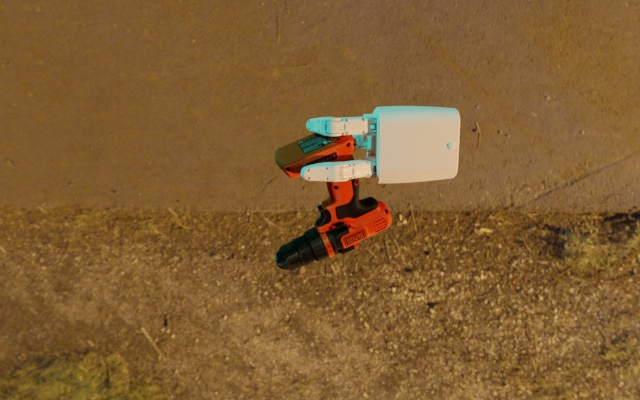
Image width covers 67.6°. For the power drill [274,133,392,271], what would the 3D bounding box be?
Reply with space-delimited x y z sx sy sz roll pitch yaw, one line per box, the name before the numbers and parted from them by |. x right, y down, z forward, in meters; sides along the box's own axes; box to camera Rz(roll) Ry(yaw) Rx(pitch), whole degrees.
power drill | 0.000 0.002 0.670 0.184 0.188 0.057 -25 38 -8
